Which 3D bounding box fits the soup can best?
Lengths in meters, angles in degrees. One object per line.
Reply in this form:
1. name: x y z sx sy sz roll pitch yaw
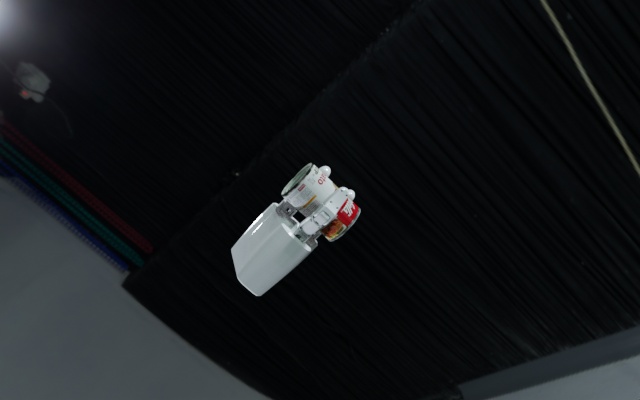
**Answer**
1. soup can: 0.000 0.002 0.712 0.102 0.068 0.068 44 -11 -12
